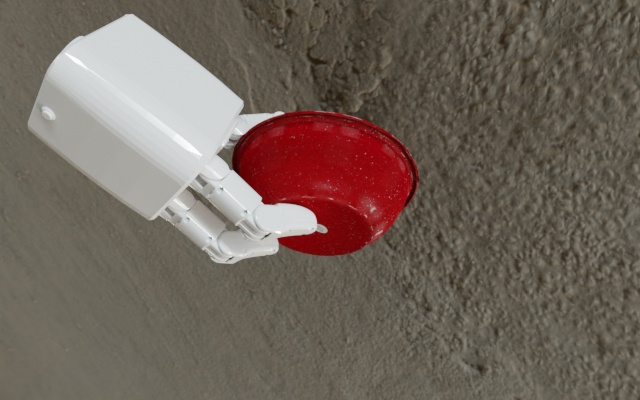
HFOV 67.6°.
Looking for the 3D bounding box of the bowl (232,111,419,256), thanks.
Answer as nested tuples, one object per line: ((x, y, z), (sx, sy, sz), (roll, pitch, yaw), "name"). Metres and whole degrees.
((0.001, 0.002, 0.402), (0.162, 0.055, 0.162), (5, -34, 4), "bowl")
